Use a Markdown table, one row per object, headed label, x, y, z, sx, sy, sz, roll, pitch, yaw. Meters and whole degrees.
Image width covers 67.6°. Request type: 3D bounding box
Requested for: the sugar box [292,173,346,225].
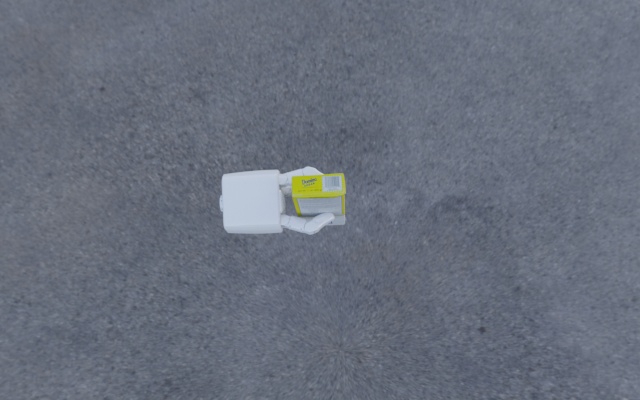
| label | x | y | z | sx | sy | sz | roll | pitch | yaw |
| --- | --- | --- | --- | --- | --- | --- | --- | --- | --- |
| sugar box | 0.000 | 0.002 | 0.897 | 0.093 | 0.048 | 0.176 | -2 | -18 | 1 |
